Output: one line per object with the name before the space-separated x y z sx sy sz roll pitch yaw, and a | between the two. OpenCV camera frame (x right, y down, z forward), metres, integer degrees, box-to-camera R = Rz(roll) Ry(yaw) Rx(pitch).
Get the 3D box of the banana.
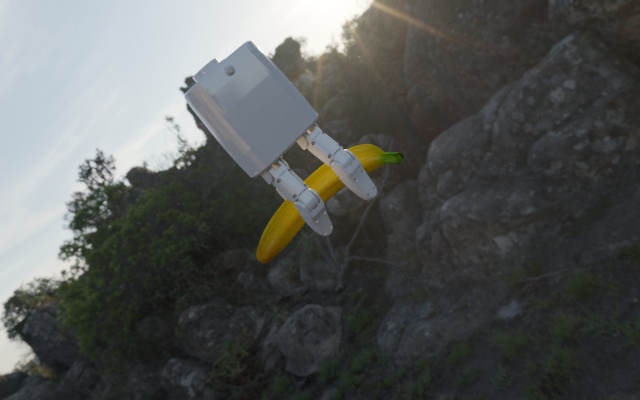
banana | -0.001 -0.007 0.550 0.198 0.037 0.069 -39 23 4
